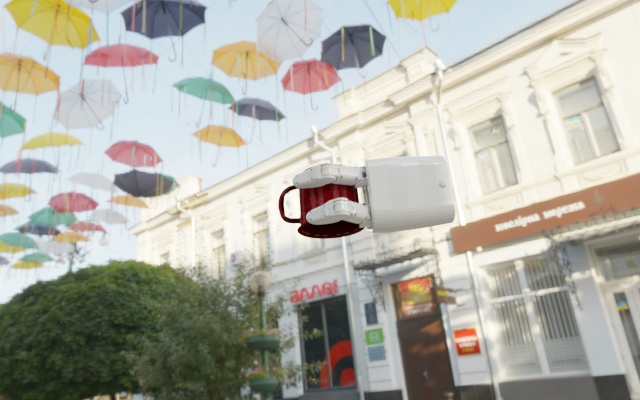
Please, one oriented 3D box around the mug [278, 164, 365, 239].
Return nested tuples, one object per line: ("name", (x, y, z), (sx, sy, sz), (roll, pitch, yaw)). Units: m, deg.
("mug", (-0.001, 0.002, 0.657), (0.117, 0.081, 0.093), (-5, -20, 0))
